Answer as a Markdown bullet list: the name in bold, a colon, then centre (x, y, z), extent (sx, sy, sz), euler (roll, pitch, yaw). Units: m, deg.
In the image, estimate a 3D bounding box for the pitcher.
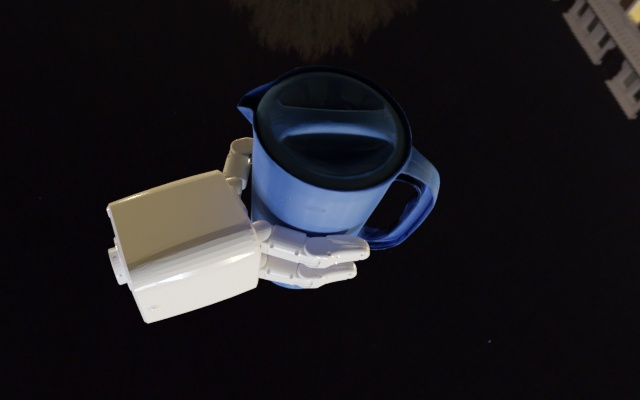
- **pitcher**: centre (0.000, 0.002, 0.482), extent (0.145, 0.149, 0.243), euler (-18, -26, -21)
